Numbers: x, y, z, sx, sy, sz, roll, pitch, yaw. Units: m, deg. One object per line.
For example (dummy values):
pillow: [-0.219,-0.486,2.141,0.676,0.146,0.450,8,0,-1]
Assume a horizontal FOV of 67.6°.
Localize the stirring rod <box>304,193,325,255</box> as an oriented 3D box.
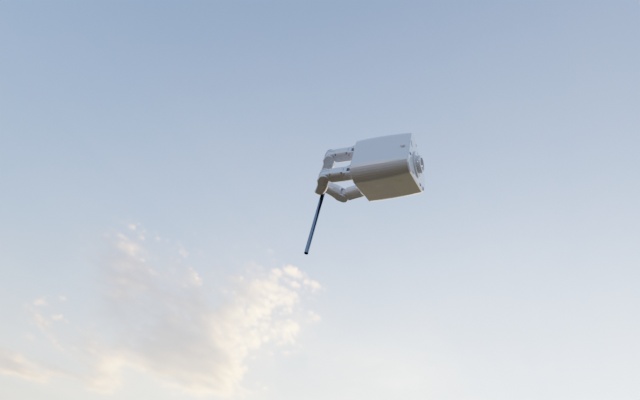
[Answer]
stirring rod: [0.000,0.003,0.891,0.011,0.239,0.011,9,-42,8]
